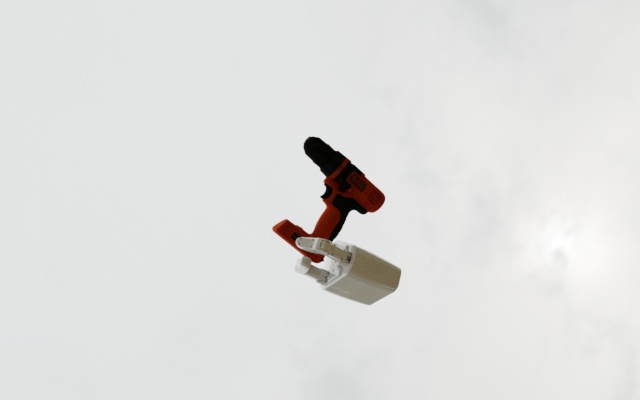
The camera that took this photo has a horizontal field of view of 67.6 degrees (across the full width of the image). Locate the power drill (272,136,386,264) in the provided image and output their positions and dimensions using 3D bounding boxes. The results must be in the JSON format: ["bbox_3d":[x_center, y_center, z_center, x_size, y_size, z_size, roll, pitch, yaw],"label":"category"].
[{"bbox_3d":[0.000,0.003,0.853,0.184,0.187,0.057,41,-8,-7],"label":"power drill"}]
